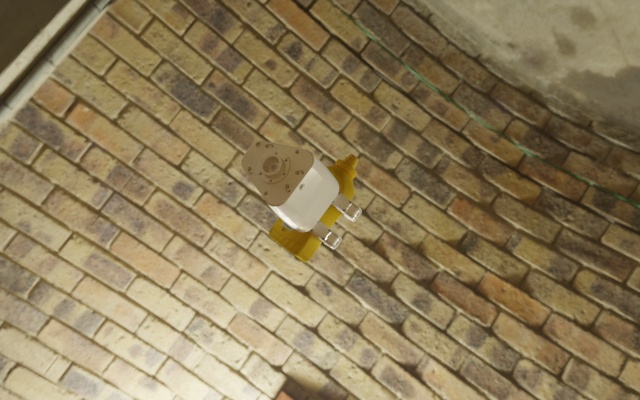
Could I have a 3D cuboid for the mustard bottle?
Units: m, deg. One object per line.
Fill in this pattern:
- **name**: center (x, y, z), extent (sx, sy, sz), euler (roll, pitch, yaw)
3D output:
- **mustard bottle**: center (0.000, 0.003, 0.791), extent (0.058, 0.191, 0.096), euler (41, -7, -37)
